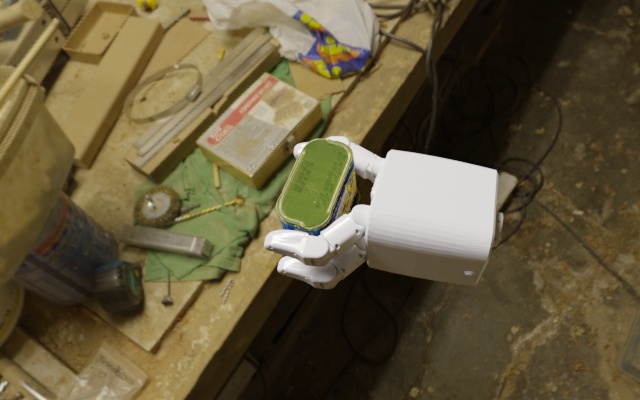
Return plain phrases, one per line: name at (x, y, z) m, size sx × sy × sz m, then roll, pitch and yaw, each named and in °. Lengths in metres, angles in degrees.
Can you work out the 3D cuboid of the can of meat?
can of meat at (0.000, 0.001, 0.472) m, size 0.057 × 0.102 × 0.084 m, roll 15°, pitch -26°, yaw 15°
